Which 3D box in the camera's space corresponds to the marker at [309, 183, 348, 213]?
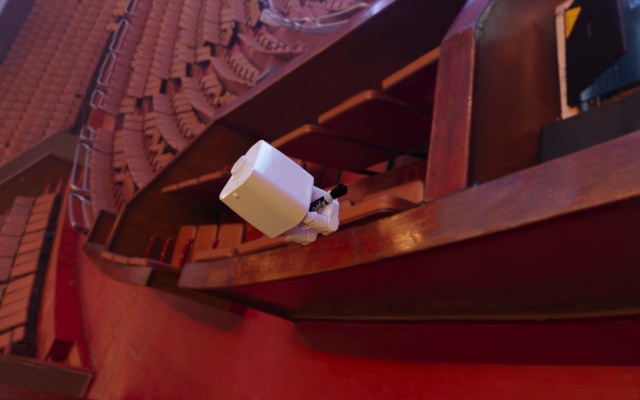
[{"bbox_3d":[0.000,0.003,0.763,0.020,0.020,0.121,0,-21,-42],"label":"marker"}]
